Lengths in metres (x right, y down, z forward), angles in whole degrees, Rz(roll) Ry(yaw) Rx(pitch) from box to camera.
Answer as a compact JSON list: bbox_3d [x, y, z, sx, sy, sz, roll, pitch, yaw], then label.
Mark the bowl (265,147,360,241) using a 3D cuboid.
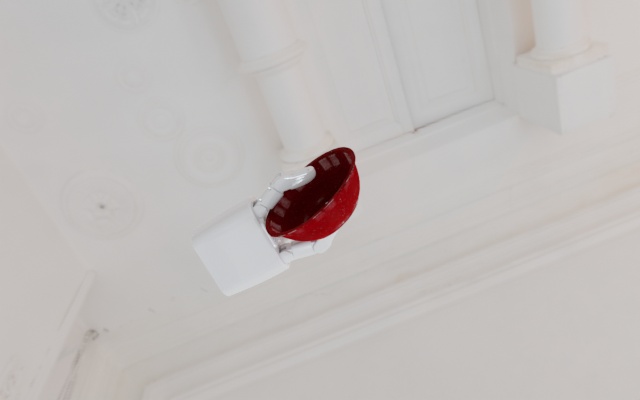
[{"bbox_3d":[0.001,0.002,0.658,0.055,0.162,0.162,45,-21,-23],"label":"bowl"}]
